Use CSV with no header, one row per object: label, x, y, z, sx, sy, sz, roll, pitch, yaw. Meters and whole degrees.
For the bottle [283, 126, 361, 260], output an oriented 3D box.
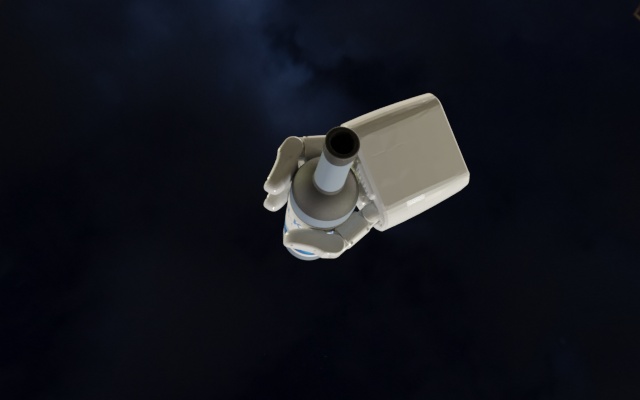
bottle,0.000,0.002,0.494,0.069,0.069,0.296,0,-18,-7
